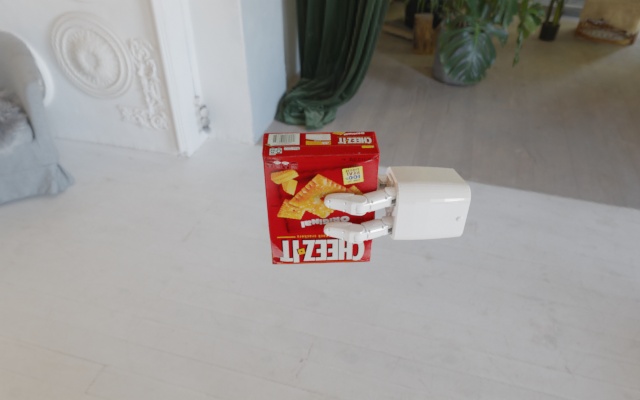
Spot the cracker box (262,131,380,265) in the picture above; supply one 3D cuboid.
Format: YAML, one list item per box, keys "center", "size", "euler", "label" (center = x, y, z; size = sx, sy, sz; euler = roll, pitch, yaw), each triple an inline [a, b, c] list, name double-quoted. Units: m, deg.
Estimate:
- center: [0.000, 0.002, 0.731]
  size: [0.164, 0.214, 0.072]
  euler: [-1, 38, -1]
  label: "cracker box"
